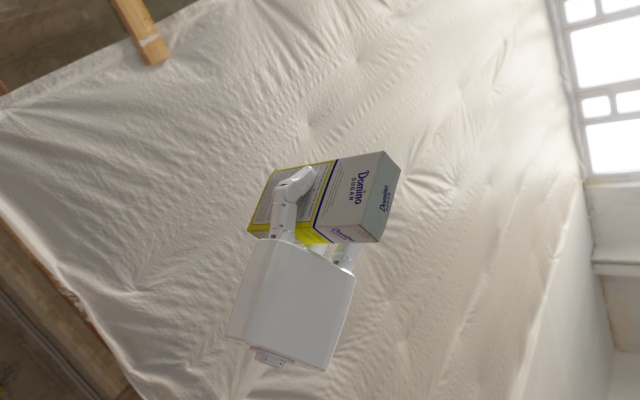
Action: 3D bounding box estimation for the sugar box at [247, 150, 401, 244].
[{"bbox_3d":[0.000,0.002,0.546,0.176,0.093,0.048,-3,-33,41],"label":"sugar box"}]
